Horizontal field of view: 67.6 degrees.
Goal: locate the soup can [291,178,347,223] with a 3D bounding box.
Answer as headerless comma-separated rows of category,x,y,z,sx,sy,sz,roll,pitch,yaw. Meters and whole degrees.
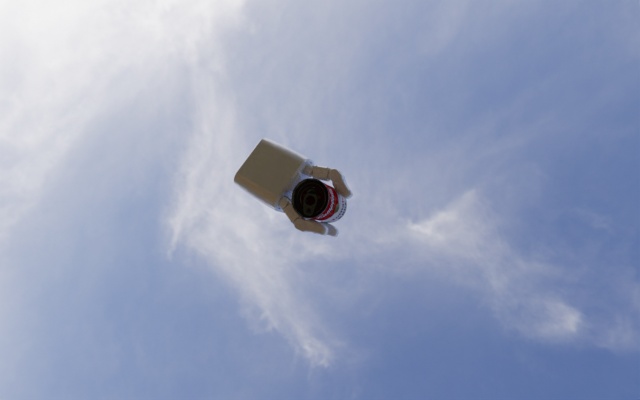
soup can,0.001,0.003,0.838,0.068,0.068,0.102,0,-8,21
